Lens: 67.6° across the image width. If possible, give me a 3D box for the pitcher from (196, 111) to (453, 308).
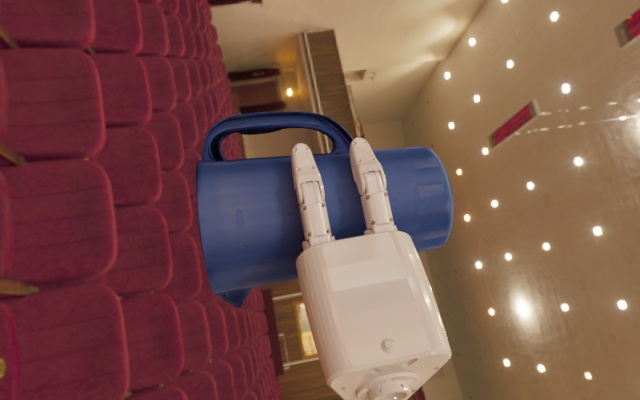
[{"bbox_3d":[0.000,0.002,0.481,0.243,0.145,0.149,-8,-39,-8],"label":"pitcher"}]
